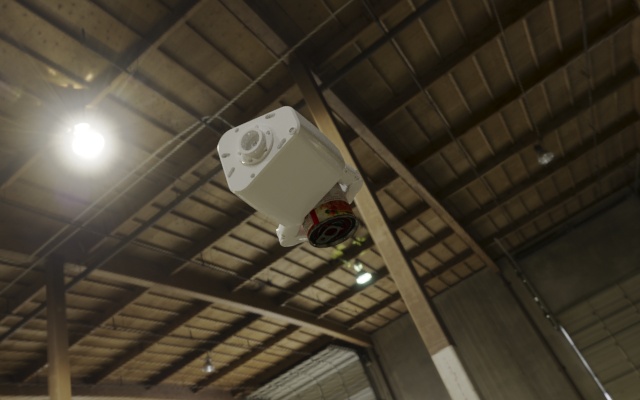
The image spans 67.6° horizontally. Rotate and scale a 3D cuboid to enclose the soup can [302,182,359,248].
[{"bbox_3d":[0.000,0.002,0.629,0.068,0.102,0.069,-16,-34,-11],"label":"soup can"}]
